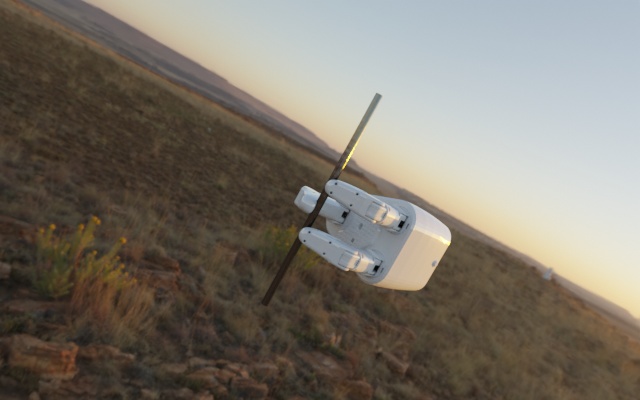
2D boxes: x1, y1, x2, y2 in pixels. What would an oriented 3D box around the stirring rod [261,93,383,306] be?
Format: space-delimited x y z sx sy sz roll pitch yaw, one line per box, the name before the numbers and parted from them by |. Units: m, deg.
stirring rod | 0.000 0.002 0.478 0.011 0.239 0.011 28 6 -3
